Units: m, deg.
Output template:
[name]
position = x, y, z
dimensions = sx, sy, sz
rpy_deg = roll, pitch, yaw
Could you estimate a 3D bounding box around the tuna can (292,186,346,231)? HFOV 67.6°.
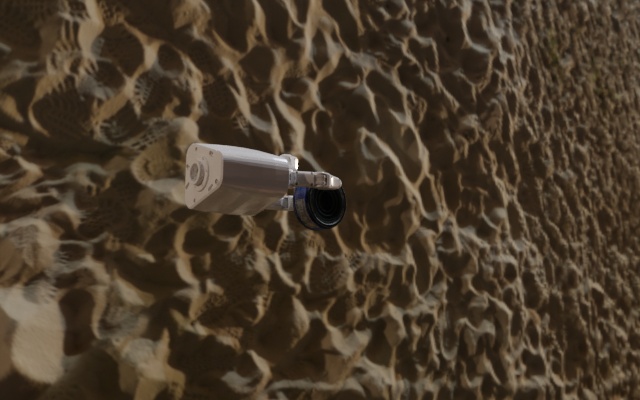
[tuna can]
position = 0.001, 0.002, 0.734
dimensions = 0.086, 0.086, 0.034
rpy_deg = 0, -7, -44
